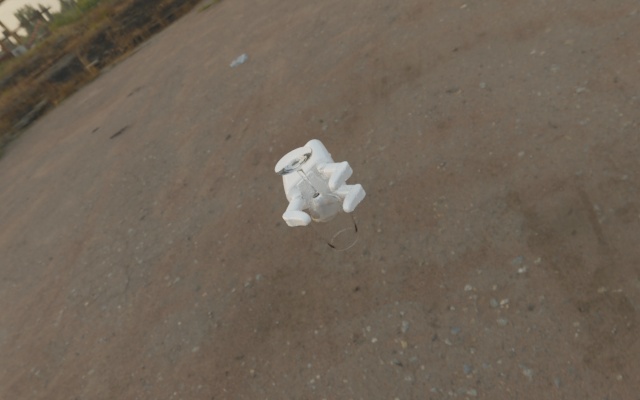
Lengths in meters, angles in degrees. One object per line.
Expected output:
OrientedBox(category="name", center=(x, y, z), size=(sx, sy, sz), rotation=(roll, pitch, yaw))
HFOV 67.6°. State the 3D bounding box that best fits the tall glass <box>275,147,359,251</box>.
OrientedBox(category="tall glass", center=(0.000, 0.002, 0.868), size=(0.079, 0.201, 0.079), rotation=(-23, 32, 16))
